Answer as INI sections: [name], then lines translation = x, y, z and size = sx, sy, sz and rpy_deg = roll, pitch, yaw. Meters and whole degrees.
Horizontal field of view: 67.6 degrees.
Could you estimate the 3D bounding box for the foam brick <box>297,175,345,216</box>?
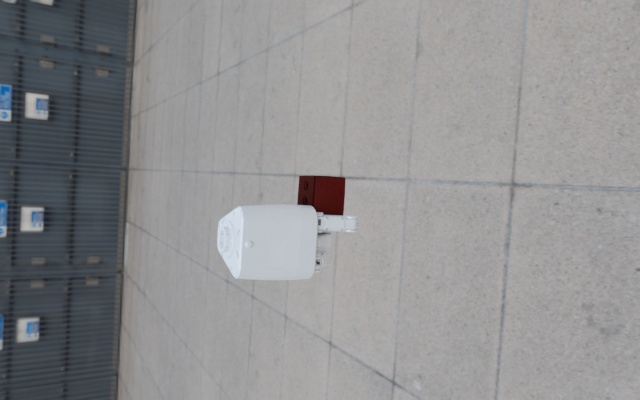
[foam brick]
translation = 0.000, 0.002, 0.688
size = 0.051, 0.078, 0.053
rpy_deg = 3, 2, -26
